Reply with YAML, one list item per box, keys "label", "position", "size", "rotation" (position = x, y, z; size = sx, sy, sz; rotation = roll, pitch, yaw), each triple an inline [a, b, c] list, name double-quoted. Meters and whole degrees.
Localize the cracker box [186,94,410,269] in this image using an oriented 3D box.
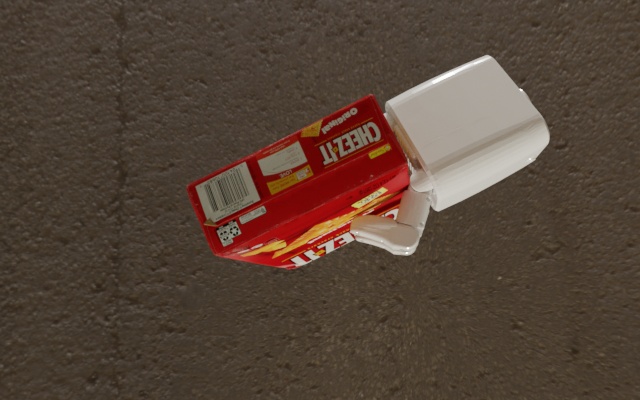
- label: "cracker box"
  position: [0.000, 0.001, 0.456]
  size: [0.164, 0.072, 0.214]
  rotation: [-26, -15, 6]
